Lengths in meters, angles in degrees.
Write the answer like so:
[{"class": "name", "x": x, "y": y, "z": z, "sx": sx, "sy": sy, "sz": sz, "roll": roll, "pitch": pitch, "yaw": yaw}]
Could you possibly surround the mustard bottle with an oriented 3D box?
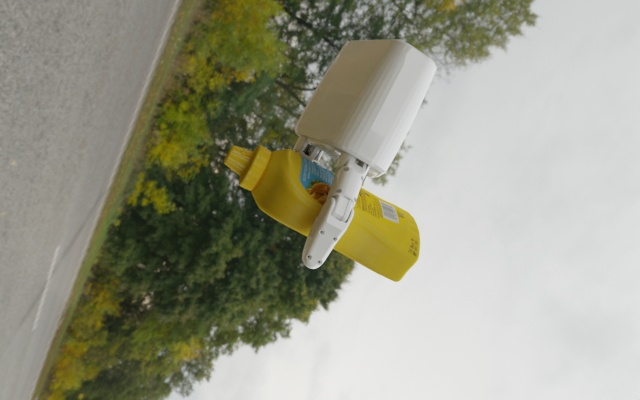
[{"class": "mustard bottle", "x": 0.000, "y": 0.002, "z": 0.447, "sx": 0.192, "sy": 0.058, "sz": 0.096, "roll": 28, "pitch": 26, "yaw": -16}]
